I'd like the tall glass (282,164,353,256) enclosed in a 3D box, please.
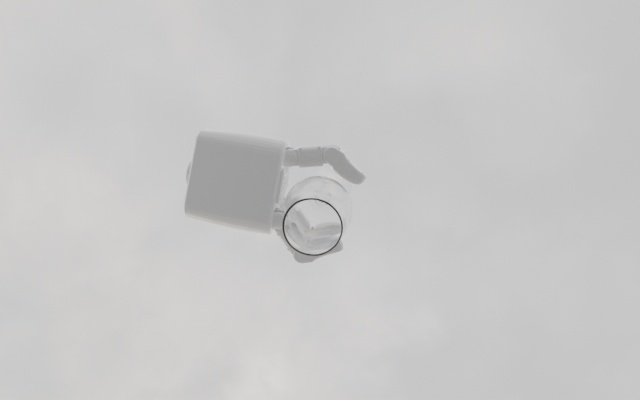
[{"bbox_3d":[0.000,0.002,0.574,0.079,0.079,0.201,0,15,5],"label":"tall glass"}]
